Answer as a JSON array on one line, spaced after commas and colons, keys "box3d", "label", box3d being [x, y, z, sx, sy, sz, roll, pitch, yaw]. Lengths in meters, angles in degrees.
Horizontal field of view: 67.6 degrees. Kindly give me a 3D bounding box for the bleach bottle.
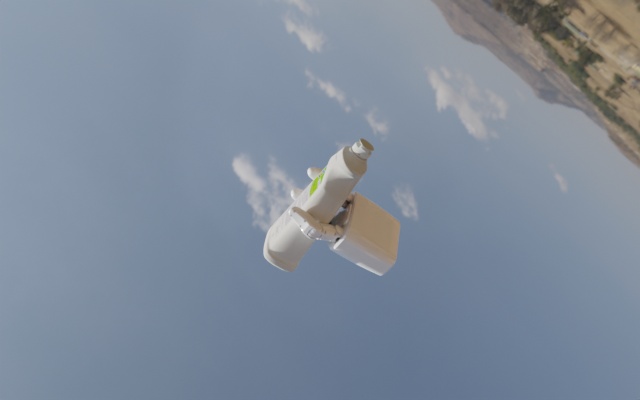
[{"box3d": [0.000, 0.003, 0.791, 0.068, 0.251, 0.102, 31, 29, -17], "label": "bleach bottle"}]
